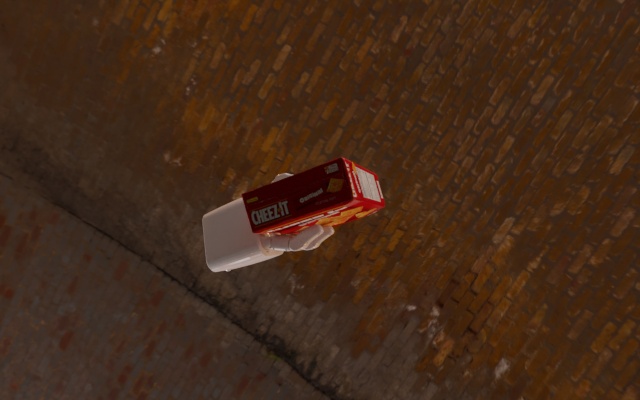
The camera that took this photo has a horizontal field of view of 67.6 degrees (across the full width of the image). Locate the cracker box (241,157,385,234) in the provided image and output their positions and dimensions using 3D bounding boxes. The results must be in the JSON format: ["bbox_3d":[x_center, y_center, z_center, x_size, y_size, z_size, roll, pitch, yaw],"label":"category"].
[{"bbox_3d":[0.000,0.002,0.767,0.164,0.072,0.214,-19,-9,17],"label":"cracker box"}]
